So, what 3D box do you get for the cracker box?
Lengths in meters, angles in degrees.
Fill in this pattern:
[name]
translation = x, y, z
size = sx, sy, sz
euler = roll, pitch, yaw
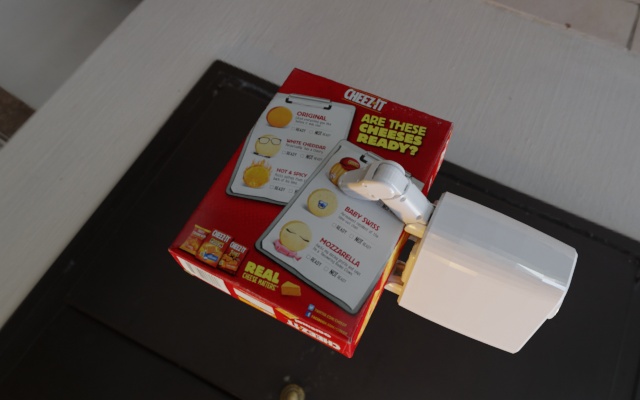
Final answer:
[cracker box]
translation = 0.000, 0.001, 0.425
size = 0.164, 0.213, 0.072
euler = 23, -24, 15
